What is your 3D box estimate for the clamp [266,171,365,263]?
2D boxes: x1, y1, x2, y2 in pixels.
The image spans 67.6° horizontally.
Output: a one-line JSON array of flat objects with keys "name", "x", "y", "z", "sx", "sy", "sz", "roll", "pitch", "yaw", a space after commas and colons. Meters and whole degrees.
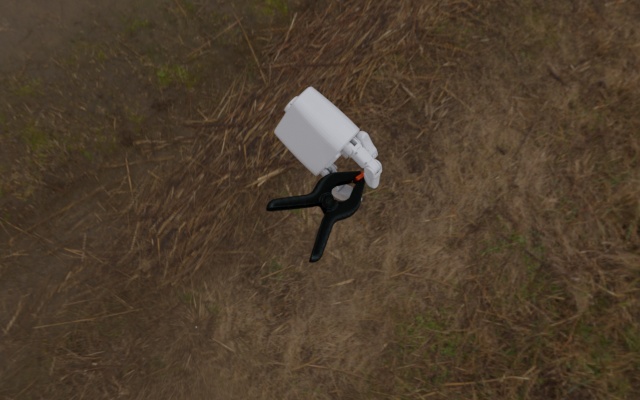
[{"name": "clamp", "x": 0.000, "y": 0.002, "z": 0.774, "sx": 0.120, "sy": 0.171, "sz": 0.039, "roll": 44, "pitch": -20, "yaw": -3}]
